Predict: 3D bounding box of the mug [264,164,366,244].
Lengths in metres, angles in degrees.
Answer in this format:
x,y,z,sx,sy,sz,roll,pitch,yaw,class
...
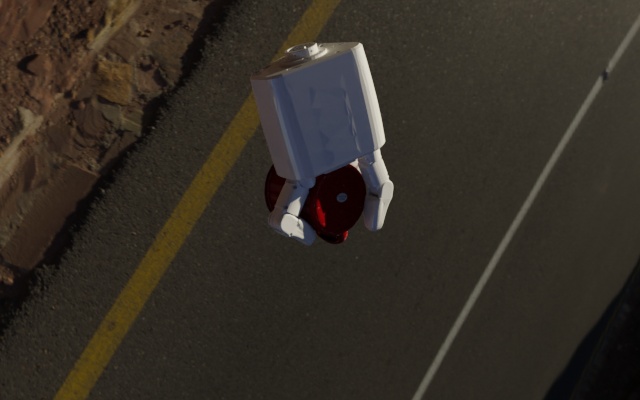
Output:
x,y,z,sx,sy,sz,roll,pitch,yaw,class
0.001,0.003,0.548,0.093,0.117,0.081,-34,32,-30,mug
